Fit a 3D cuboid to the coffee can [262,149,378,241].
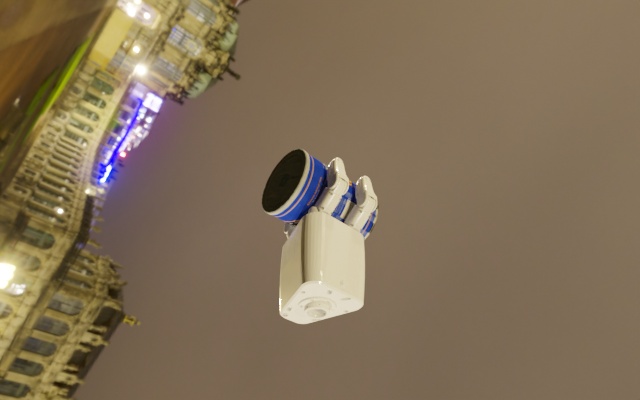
[{"bbox_3d":[0.000,0.002,0.702,0.140,0.102,0.103,30,-16,-29],"label":"coffee can"}]
